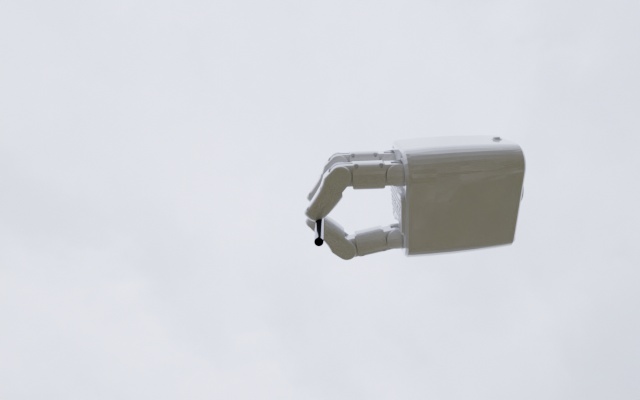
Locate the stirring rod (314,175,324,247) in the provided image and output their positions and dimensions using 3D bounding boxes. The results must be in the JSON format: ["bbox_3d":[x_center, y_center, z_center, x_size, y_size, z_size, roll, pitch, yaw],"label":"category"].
[{"bbox_3d":[0.000,0.002,0.505,0.011,0.011,0.239,0,16,1],"label":"stirring rod"}]
